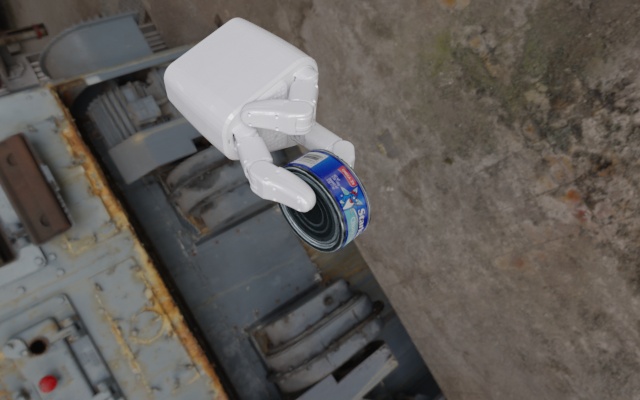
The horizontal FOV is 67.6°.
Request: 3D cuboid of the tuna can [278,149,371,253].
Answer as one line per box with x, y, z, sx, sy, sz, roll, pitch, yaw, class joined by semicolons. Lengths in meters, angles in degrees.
0.000;0.002;0.409;0.033;0.086;0.086;-34;20;-33;tuna can
